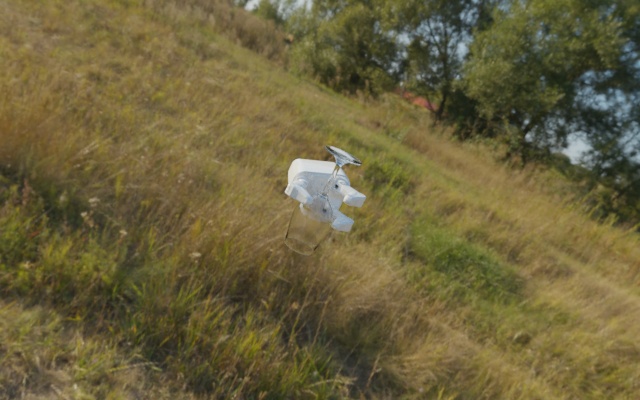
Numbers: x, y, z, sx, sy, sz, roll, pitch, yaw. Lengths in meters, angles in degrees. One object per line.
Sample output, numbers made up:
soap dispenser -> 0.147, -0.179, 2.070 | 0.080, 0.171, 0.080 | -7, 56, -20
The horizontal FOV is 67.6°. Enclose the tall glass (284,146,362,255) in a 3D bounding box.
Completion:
tall glass -> 0.000, 0.002, 0.895 | 0.079, 0.201, 0.079 | 24, 16, -7
